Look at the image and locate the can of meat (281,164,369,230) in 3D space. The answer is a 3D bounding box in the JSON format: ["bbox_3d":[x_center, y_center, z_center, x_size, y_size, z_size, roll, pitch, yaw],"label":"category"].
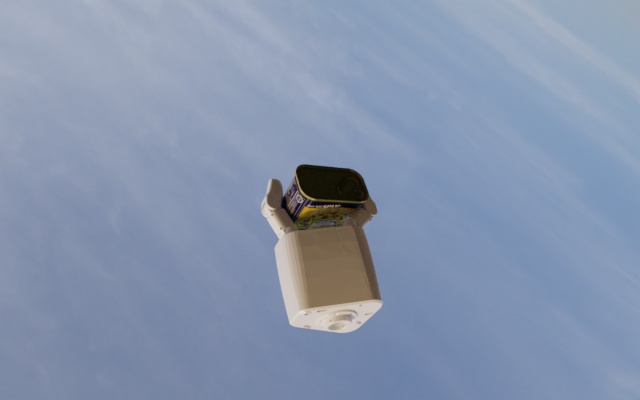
[{"bbox_3d":[0.000,0.002,0.645,0.102,0.057,0.084,3,-38,-28],"label":"can of meat"}]
